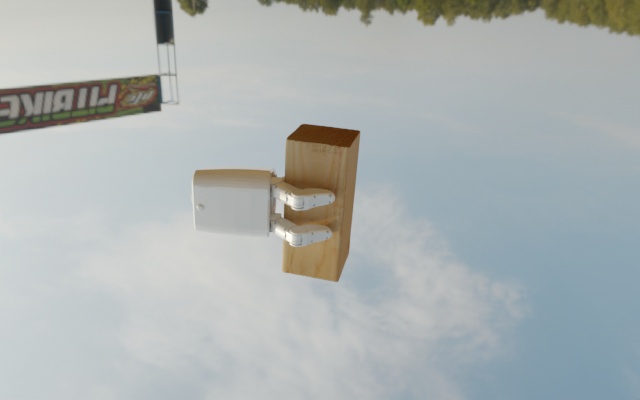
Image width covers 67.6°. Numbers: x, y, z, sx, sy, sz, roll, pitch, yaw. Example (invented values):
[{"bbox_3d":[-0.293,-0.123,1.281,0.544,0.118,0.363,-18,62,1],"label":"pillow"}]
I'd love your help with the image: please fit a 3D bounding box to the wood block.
[{"bbox_3d":[0.000,0.002,0.701,0.090,0.206,0.090,8,25,10],"label":"wood block"}]
